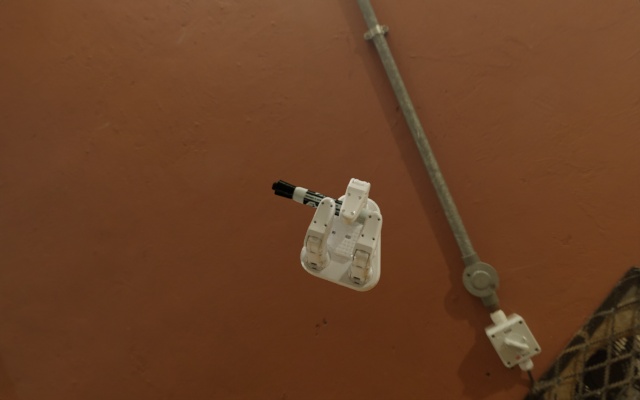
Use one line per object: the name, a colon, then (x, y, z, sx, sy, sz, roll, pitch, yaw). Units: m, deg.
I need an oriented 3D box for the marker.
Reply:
marker: (0.000, 0.002, 0.554, 0.121, 0.020, 0.020, 19, 4, 11)
